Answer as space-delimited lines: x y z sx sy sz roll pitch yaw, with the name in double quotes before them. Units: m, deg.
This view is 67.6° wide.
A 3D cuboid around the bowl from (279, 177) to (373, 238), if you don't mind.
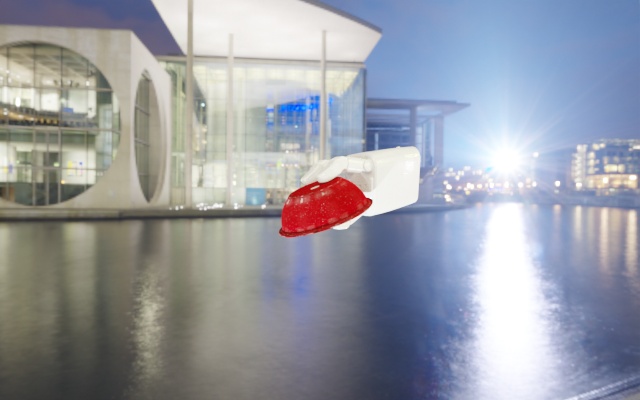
"bowl" -0.001 0.003 0.771 0.162 0.055 0.162 -19 12 4
